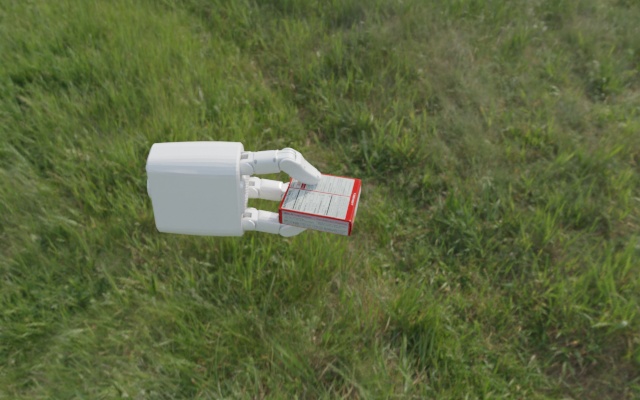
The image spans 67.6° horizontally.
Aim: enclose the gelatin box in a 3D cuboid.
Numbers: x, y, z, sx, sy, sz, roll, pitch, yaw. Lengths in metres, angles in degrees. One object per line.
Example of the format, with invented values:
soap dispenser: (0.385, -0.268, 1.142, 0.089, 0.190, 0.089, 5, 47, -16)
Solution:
gelatin box: (0.000, 0.002, 0.582, 0.089, 0.030, 0.073, 9, 45, 9)
